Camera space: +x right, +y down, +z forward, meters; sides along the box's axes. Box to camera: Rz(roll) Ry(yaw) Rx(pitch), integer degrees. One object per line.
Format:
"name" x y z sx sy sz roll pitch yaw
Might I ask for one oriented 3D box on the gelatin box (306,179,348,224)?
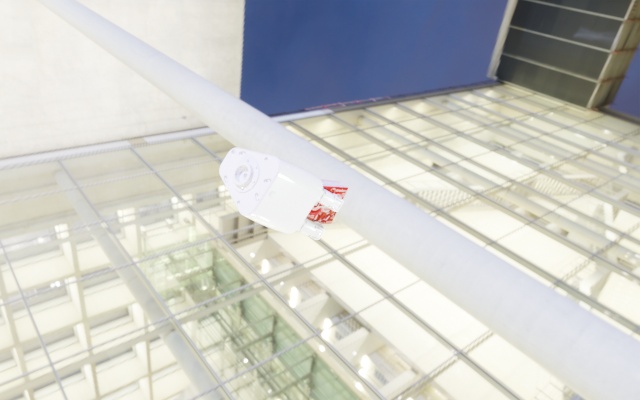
"gelatin box" 0.000 0.002 0.804 0.030 0.073 0.089 35 18 31
